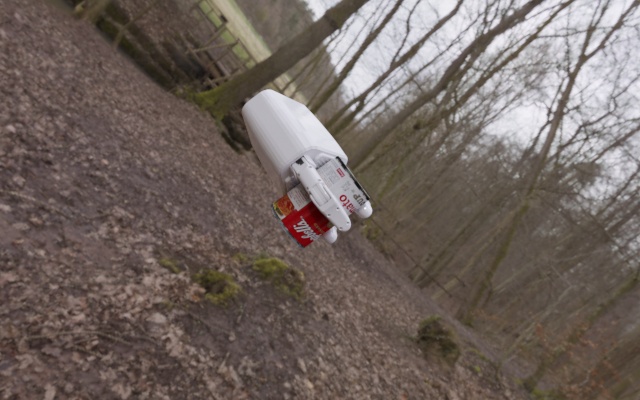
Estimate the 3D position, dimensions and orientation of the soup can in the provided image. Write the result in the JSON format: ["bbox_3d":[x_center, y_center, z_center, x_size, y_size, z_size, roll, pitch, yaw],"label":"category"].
[{"bbox_3d":[0.001,0.002,0.579,0.102,0.068,0.068,-36,-4,5],"label":"soup can"}]
